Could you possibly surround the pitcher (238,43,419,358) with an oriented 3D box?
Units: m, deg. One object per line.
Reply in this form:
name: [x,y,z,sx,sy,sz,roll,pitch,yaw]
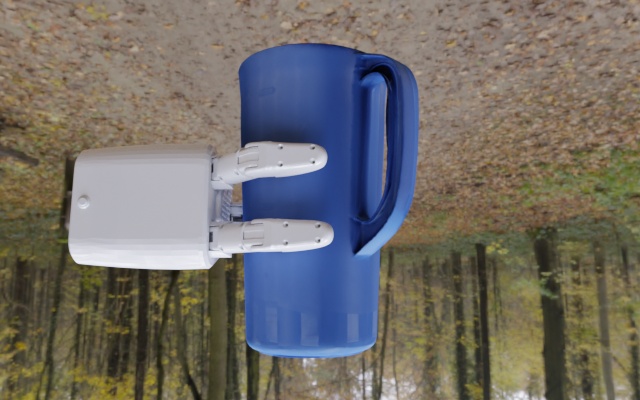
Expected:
pitcher: [0.000,0.001,0.403,0.145,0.243,0.149,0,-8,0]
